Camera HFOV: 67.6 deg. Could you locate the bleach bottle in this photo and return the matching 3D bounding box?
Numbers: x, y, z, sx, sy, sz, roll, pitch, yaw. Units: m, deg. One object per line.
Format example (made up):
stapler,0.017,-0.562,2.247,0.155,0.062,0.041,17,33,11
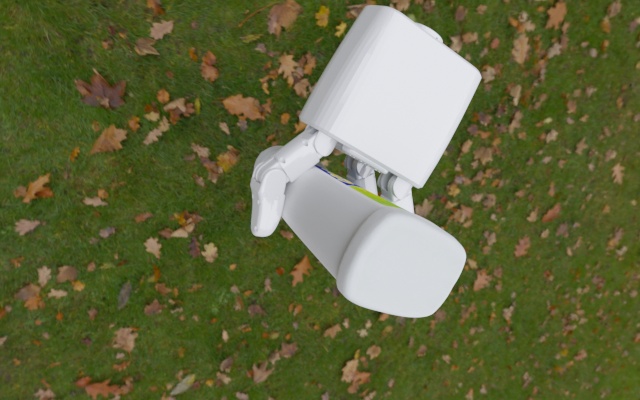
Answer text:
bleach bottle,0.000,0.001,0.408,0.102,0.068,0.250,24,8,-37
